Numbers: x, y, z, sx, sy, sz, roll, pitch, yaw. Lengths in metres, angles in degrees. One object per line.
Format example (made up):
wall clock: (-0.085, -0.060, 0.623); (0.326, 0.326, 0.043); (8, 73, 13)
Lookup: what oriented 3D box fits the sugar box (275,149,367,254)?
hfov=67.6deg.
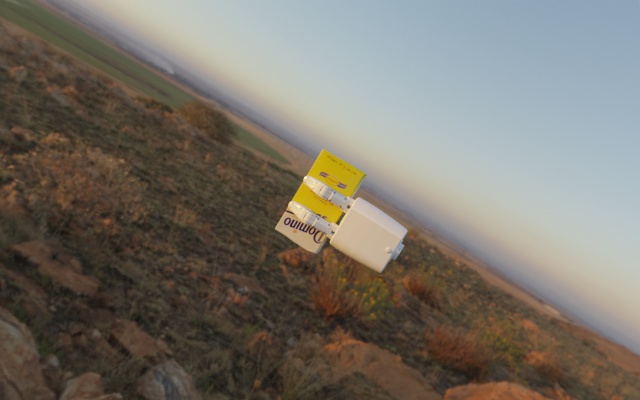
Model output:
sugar box: (0.000, 0.003, 0.887); (0.093, 0.176, 0.048); (32, 6, 8)
